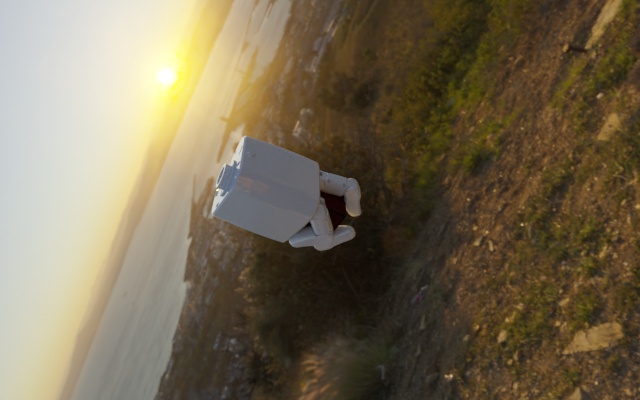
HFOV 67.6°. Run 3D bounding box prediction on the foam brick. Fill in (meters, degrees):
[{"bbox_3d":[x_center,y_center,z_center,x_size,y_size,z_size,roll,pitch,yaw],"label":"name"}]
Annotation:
[{"bbox_3d":[0.000,0.002,0.665,0.051,0.078,0.053,21,-51,-20],"label":"foam brick"}]
